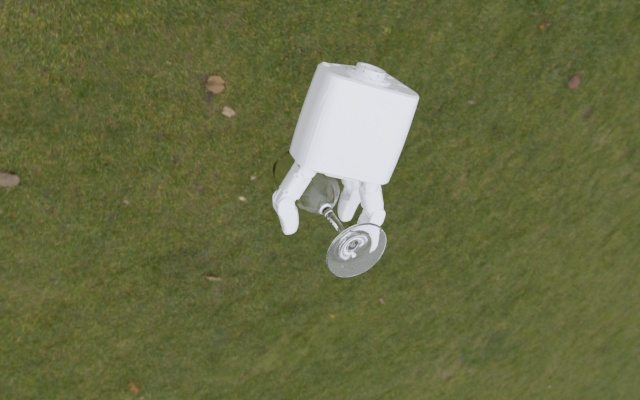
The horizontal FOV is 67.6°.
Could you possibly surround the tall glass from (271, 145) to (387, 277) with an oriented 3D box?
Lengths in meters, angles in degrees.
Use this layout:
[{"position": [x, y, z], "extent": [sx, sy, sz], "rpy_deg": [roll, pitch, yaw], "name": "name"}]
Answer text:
[{"position": [0.000, 0.002, 0.595], "extent": [0.079, 0.079, 0.201], "rpy_deg": [0, 32, -29], "name": "tall glass"}]
